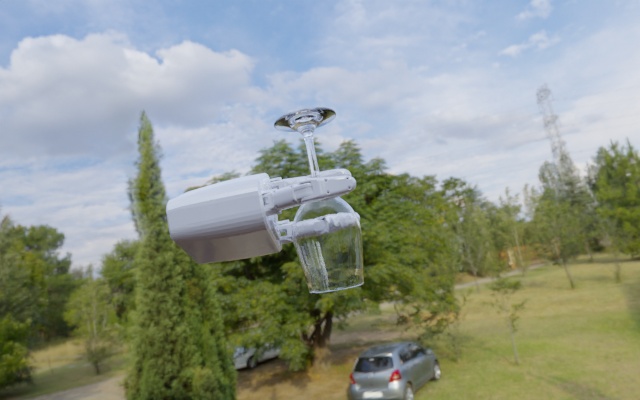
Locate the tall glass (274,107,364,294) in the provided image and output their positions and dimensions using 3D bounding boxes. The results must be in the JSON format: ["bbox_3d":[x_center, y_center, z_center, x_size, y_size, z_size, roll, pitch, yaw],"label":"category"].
[{"bbox_3d":[0.000,0.001,0.545,0.079,0.201,0.079,-11,-9,-2],"label":"tall glass"}]
